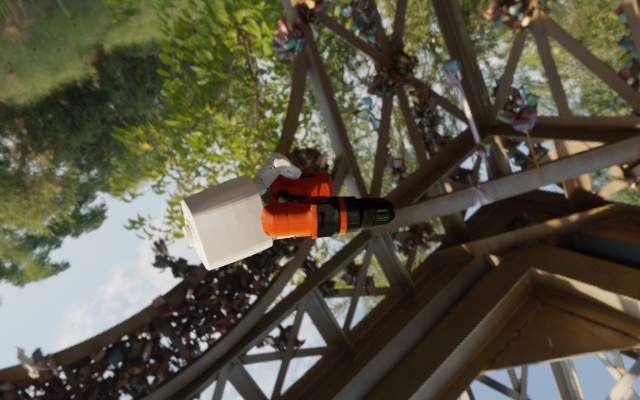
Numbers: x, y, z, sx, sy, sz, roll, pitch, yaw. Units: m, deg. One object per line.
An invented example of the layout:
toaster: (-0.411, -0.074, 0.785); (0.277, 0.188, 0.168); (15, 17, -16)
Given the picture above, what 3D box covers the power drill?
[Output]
power drill: (0.000, 0.002, 0.711); (0.184, 0.057, 0.187); (-2, 14, -10)
